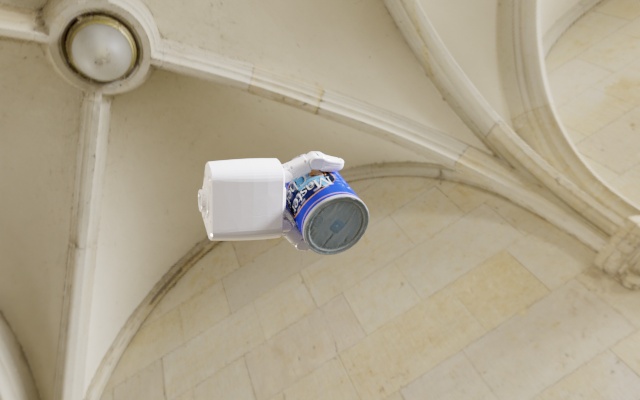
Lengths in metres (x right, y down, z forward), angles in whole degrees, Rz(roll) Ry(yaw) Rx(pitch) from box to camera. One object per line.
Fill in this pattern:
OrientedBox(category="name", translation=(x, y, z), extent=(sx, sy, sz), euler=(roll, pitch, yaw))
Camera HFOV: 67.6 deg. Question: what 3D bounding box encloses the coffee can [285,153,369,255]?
OrientedBox(category="coffee can", translation=(0.000, 0.002, 0.745), extent=(0.103, 0.103, 0.140), euler=(0, 31, -24))
